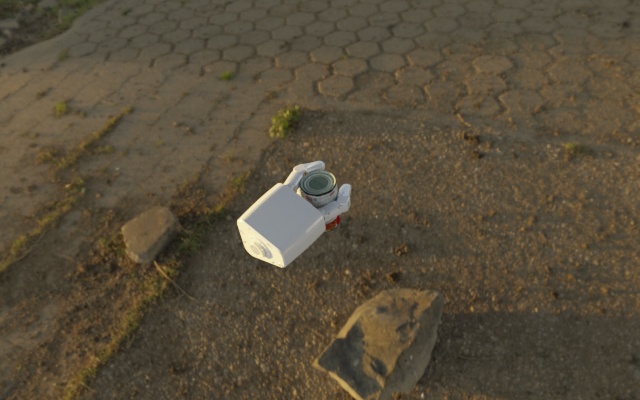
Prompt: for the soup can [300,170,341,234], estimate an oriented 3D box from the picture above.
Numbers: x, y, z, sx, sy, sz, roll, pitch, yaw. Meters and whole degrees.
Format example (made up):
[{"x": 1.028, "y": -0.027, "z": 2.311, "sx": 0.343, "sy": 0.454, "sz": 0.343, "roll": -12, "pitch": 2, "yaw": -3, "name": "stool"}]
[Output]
[{"x": 0.001, "y": 0.002, "z": 0.884, "sx": 0.068, "sy": 0.102, "sz": 0.068, "roll": -4, "pitch": 44, "yaw": 4, "name": "soup can"}]
